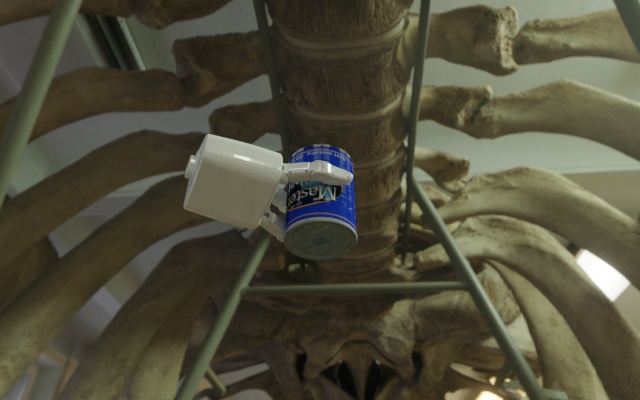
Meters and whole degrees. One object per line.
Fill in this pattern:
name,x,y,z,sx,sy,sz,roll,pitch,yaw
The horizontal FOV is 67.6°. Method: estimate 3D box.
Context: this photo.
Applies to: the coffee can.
coffee can,0.000,0.002,0.704,0.103,0.140,0.103,0,-37,0
